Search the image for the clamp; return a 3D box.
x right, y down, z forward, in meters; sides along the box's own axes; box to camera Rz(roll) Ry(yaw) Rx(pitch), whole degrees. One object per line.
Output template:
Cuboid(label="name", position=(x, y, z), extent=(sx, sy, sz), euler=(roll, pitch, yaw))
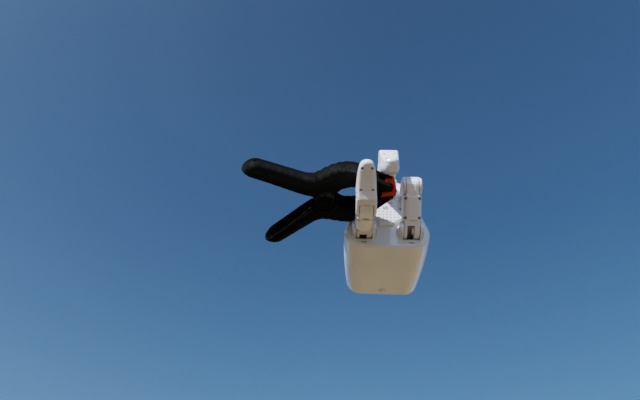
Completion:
Cuboid(label="clamp", position=(0.000, 0.001, 0.555), extent=(0.171, 0.039, 0.120), euler=(1, -44, 3))
